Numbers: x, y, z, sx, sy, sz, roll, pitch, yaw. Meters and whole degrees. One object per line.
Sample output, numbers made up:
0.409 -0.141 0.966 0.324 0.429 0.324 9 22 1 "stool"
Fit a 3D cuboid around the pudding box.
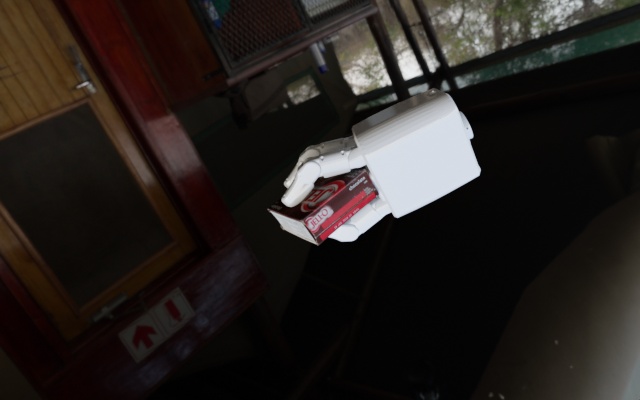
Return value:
0.000 0.002 0.540 0.090 0.039 0.113 -38 17 -17 "pudding box"
